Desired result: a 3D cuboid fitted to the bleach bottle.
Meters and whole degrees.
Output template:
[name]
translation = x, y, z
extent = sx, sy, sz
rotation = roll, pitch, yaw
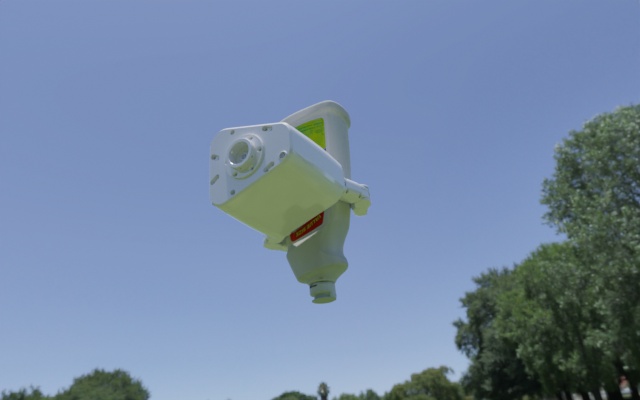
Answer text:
[bleach bottle]
translation = 0.000, 0.002, 0.606
extent = 0.102, 0.250, 0.068
rotation = -18, -28, 25
